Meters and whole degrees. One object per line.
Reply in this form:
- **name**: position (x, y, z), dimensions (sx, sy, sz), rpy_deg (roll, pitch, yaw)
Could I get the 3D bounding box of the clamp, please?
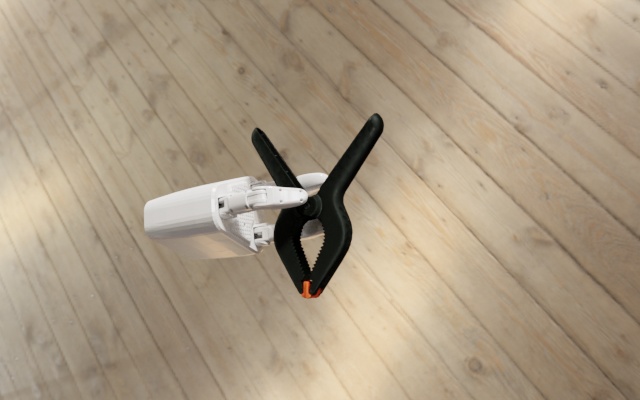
- **clamp**: position (0.000, 0.002, 0.536), dimensions (0.164, 0.210, 0.036), rpy_deg (-10, -12, 24)
